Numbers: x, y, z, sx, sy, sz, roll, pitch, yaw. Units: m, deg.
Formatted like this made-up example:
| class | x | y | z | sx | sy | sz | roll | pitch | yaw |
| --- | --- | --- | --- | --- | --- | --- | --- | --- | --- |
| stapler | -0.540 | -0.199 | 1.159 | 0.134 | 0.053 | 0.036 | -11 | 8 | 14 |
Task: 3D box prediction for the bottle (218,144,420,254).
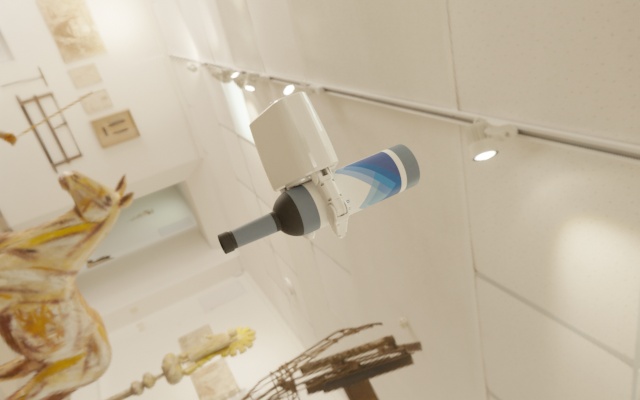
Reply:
| class | x | y | z | sx | sy | sz | roll | pitch | yaw |
| --- | --- | --- | --- | --- | --- | --- | --- | --- | --- |
| bottle | 0.000 | 0.002 | 0.663 | 0.295 | 0.069 | 0.069 | -23 | 8 | -19 |
